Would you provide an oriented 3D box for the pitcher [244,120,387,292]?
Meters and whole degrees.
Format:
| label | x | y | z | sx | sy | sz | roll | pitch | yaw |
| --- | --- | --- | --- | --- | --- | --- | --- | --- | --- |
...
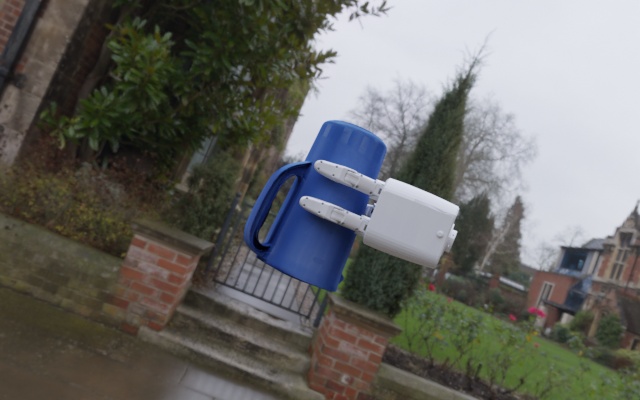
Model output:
| label | x | y | z | sx | sy | sz | roll | pitch | yaw |
| --- | --- | --- | --- | --- | --- | --- | --- | --- | --- |
| pitcher | 0.000 | 0.002 | 0.723 | 0.145 | 0.243 | 0.149 | 22 | -4 | 15 |
